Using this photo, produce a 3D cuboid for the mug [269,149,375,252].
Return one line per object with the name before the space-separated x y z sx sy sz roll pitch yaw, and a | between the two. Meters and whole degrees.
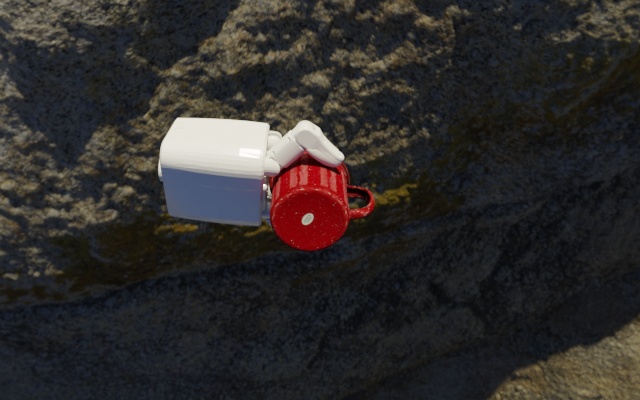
mug | 0.002 0.002 0.515 0.117 0.093 0.081 4 31 -4
